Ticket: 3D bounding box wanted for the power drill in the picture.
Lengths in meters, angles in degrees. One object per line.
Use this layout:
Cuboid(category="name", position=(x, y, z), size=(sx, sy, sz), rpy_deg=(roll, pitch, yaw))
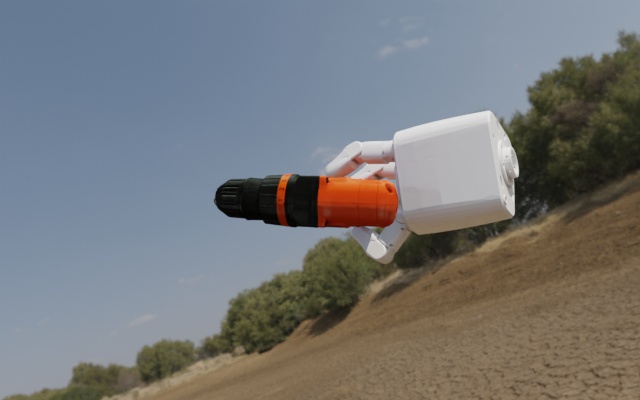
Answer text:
Cuboid(category="power drill", position=(0.000, 0.002, 0.532), size=(0.184, 0.057, 0.187), rpy_deg=(4, 2, 15))
